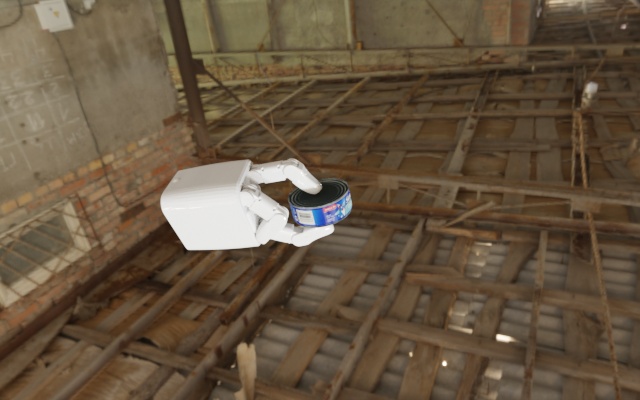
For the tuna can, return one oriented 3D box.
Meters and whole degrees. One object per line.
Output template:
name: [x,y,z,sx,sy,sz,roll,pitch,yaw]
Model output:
tuna can: [0.000,0.003,0.661,0.086,0.034,0.086,-11,27,5]
